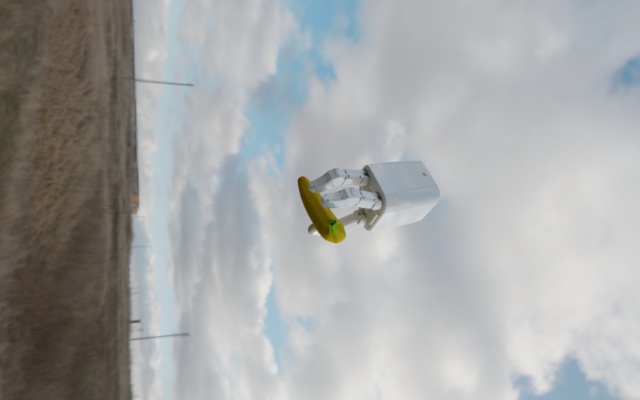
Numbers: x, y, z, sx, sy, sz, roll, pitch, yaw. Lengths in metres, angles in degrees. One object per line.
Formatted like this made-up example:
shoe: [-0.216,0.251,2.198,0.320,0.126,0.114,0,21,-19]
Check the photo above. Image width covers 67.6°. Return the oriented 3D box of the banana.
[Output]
banana: [0.004,0.020,0.780,0.037,0.070,0.197,-15,26,-13]
